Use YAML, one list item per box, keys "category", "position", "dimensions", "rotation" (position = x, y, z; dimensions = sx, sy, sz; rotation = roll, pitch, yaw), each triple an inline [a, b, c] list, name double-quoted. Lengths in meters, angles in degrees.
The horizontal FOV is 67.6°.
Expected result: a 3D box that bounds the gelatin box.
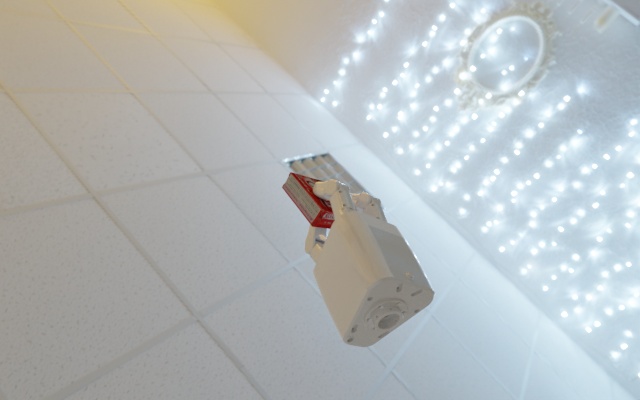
- category: "gelatin box"
  position: [0.000, 0.002, 0.649]
  dimensions: [0.073, 0.030, 0.089]
  rotation: [13, 27, -45]
